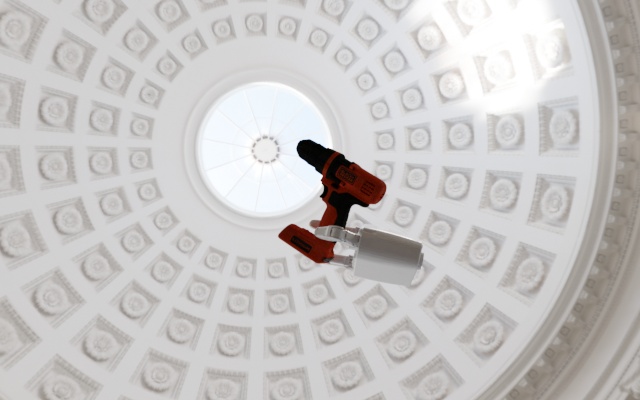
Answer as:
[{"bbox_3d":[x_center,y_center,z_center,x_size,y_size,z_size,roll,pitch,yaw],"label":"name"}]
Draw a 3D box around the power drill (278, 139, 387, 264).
[{"bbox_3d":[0.000,0.003,0.852,0.184,0.188,0.057,33,12,20],"label":"power drill"}]
